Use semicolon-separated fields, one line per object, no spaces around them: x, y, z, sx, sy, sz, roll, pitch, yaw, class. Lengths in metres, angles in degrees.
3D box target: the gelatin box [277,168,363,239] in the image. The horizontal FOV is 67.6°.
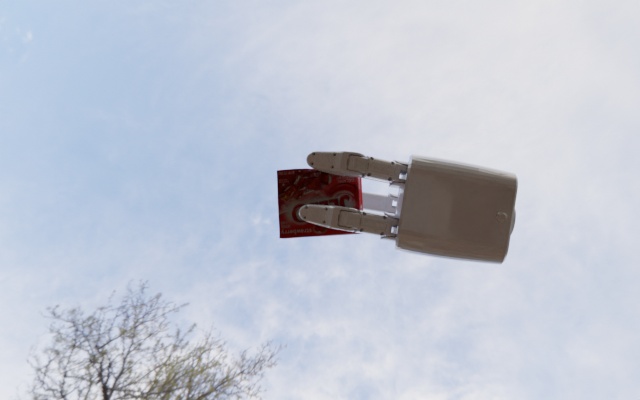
0.000;0.002;0.505;0.089;0.073;0.030;-4;-5;12;gelatin box
